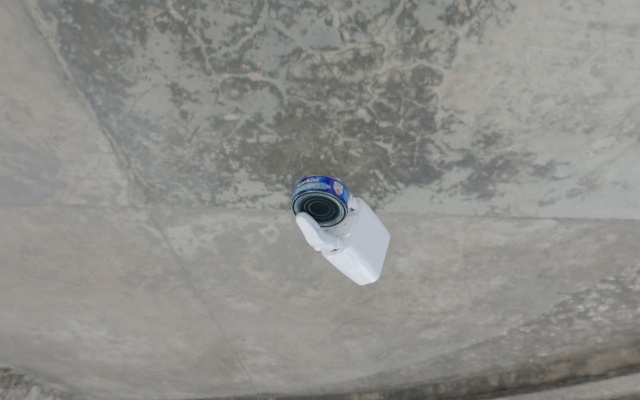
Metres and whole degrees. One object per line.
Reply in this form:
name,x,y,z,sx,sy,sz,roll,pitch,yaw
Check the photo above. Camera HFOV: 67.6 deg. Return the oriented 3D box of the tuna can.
tuna can,0.000,0.003,0.710,0.086,0.033,0.086,6,-41,5
